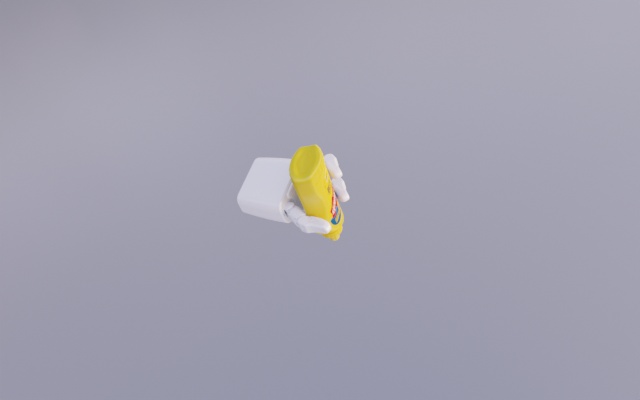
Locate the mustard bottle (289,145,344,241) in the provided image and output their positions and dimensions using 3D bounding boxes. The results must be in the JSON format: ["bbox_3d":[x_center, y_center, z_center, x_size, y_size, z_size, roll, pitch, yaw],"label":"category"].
[{"bbox_3d":[0.000,0.003,0.847,0.058,0.192,0.096,-9,42,13],"label":"mustard bottle"}]
